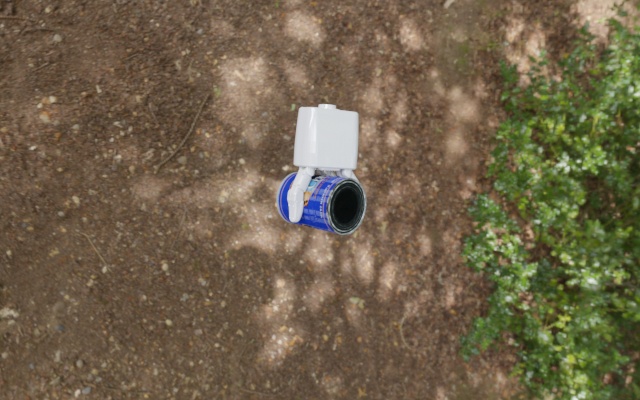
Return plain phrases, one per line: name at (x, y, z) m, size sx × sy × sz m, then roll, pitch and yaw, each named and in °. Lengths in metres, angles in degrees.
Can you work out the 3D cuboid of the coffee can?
coffee can at (0.000, 0.003, 0.895) m, size 0.103 × 0.103 × 0.140 m, roll 0°, pitch 7°, yaw -44°
